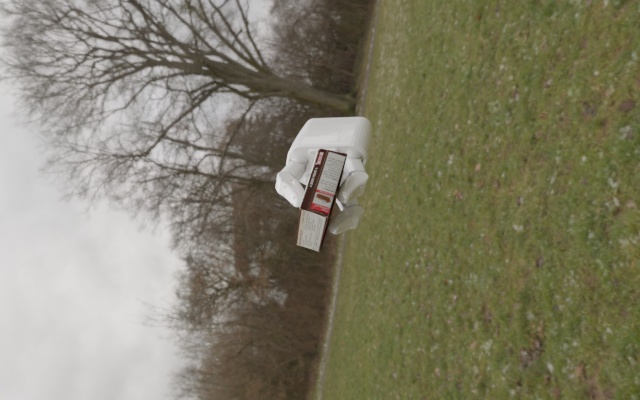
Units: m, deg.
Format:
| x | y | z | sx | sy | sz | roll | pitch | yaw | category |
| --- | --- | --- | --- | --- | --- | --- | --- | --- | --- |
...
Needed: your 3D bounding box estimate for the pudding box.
| x | y | z | sx | sy | sz | roll | pitch | yaw | category |
| --- | --- | --- | --- | --- | --- | --- | --- | --- | --- |
| 0.000 | 0.002 | 0.598 | 0.039 | 0.090 | 0.113 | 14 | -27 | 4 | pudding box |
